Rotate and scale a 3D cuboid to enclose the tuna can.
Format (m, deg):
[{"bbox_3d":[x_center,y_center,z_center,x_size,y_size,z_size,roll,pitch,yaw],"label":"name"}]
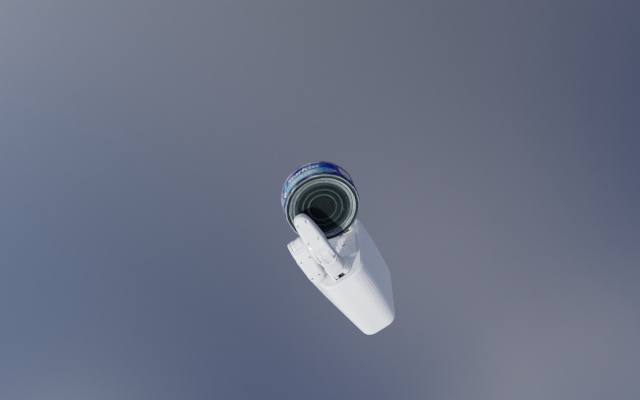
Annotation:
[{"bbox_3d":[0.000,0.002,0.534,0.086,0.086,0.033,0,27,-10],"label":"tuna can"}]
